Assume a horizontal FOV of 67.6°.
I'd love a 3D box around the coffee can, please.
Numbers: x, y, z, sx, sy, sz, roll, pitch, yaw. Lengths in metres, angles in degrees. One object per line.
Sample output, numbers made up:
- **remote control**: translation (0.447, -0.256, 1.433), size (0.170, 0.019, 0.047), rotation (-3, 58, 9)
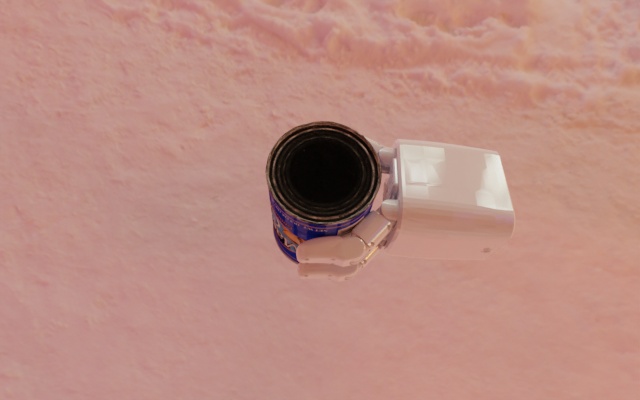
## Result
- **coffee can**: translation (0.000, 0.002, 0.481), size (0.103, 0.102, 0.140), rotation (0, -24, -3)
